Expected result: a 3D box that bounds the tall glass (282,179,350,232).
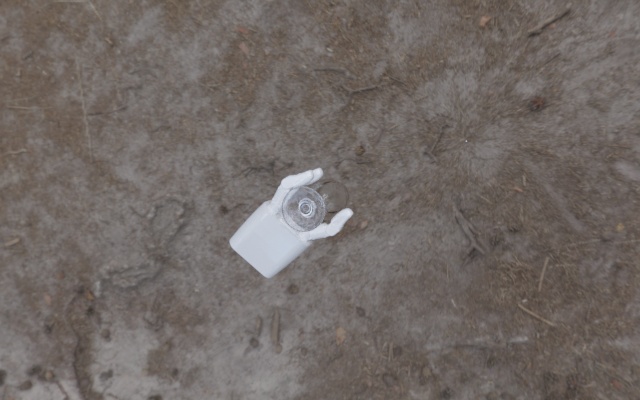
[{"bbox_3d":[0.000,0.003,0.863,0.079,0.079,0.201,0,7,17],"label":"tall glass"}]
